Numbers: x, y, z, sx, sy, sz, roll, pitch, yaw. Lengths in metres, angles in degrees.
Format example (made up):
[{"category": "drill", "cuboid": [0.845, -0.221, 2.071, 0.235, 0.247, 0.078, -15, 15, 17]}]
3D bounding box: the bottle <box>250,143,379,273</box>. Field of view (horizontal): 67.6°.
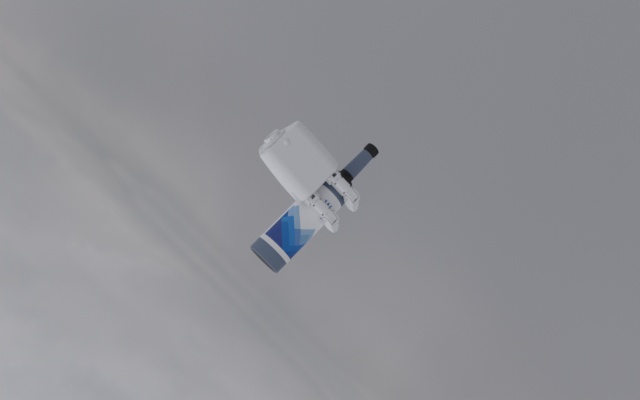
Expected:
[{"category": "bottle", "cuboid": [0.000, 0.003, 0.868, 0.295, 0.069, 0.069, -45, 14, -14]}]
